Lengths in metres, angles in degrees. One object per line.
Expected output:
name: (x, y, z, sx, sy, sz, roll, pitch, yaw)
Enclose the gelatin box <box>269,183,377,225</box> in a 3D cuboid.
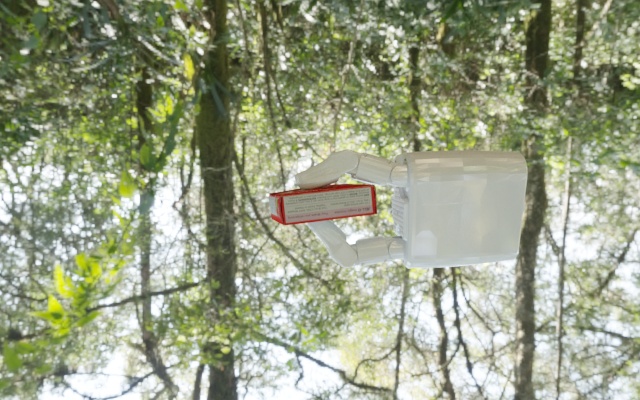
gelatin box: (0.000, 0.002, 0.452, 0.089, 0.030, 0.073, -7, 4, -13)
